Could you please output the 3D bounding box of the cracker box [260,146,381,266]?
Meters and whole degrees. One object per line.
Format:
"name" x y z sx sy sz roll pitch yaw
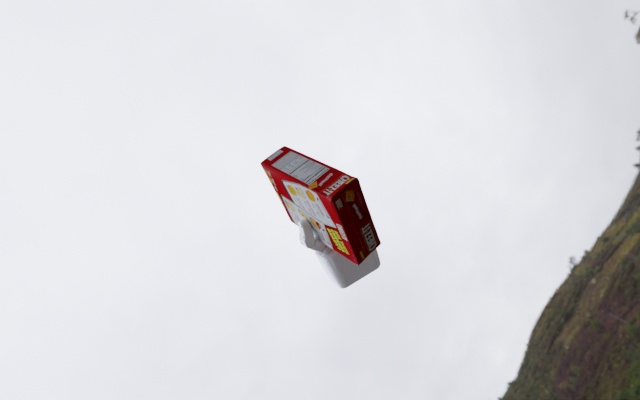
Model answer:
"cracker box" 0.000 0.003 0.880 0.072 0.164 0.213 -41 41 -20
